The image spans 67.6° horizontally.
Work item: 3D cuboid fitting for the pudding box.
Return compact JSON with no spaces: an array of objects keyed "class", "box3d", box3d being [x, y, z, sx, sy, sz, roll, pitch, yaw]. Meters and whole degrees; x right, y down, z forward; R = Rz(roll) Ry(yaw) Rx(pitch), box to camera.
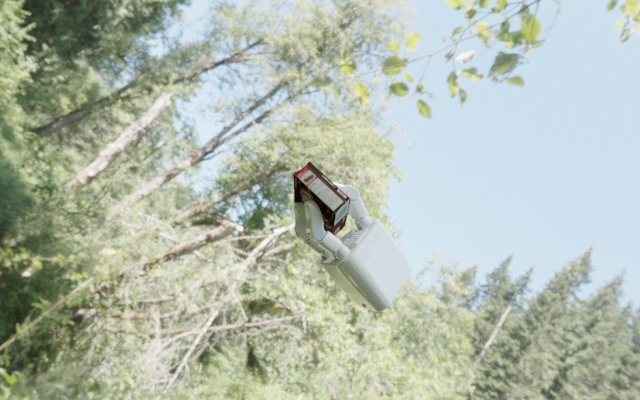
[{"class":"pudding box","box3d":[0.000,0.002,0.746,0.039,0.090,0.113,-42,-17,-20]}]
